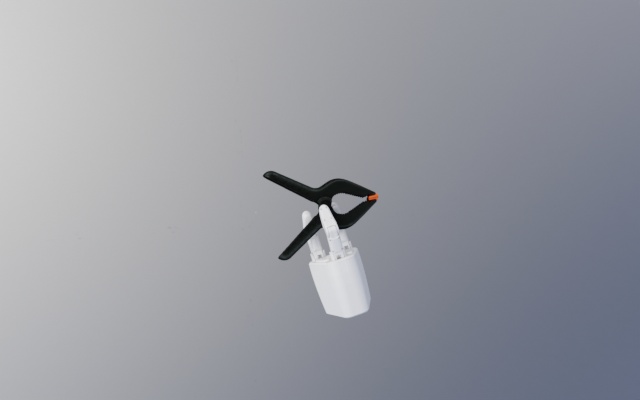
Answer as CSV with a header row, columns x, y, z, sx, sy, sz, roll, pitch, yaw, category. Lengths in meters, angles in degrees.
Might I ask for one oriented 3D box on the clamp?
x,y,z,sx,sy,sz,roll,pitch,yaw,category
0.001,0.003,0.879,0.210,0.164,0.036,-17,0,-8,clamp
